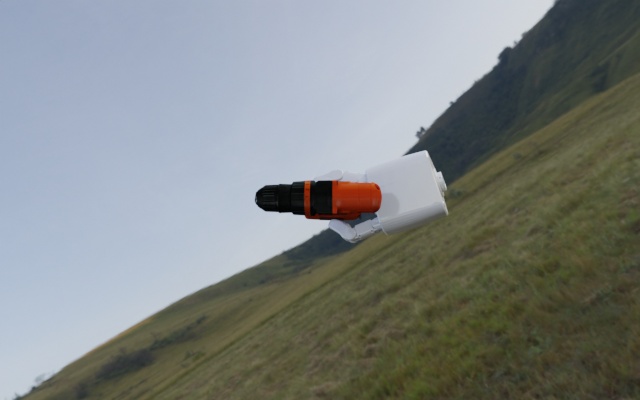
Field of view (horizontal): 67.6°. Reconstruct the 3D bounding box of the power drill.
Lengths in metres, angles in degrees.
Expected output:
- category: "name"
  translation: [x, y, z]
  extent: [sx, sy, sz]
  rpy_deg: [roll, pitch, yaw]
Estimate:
- category: "power drill"
  translation: [0.000, 0.002, 0.763]
  extent: [0.184, 0.057, 0.187]
  rpy_deg: [1, -3, 3]
